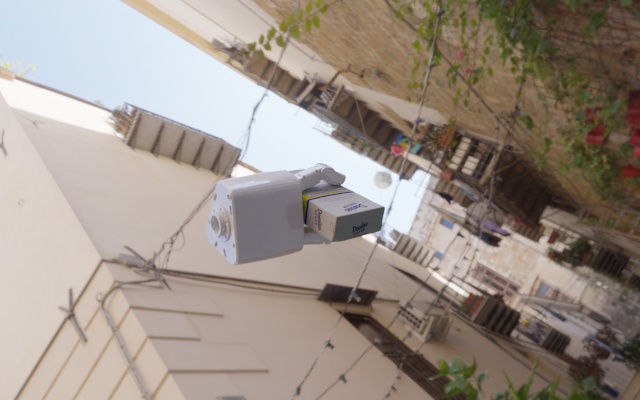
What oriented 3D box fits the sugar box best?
[{"bbox_3d":[0.000,0.003,0.707,0.093,0.048,0.176,-10,29,-37],"label":"sugar box"}]
